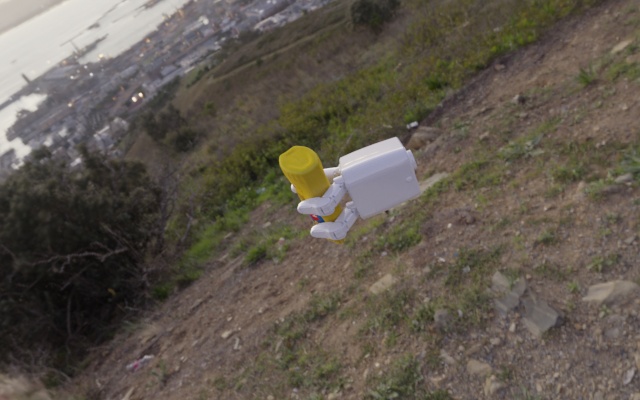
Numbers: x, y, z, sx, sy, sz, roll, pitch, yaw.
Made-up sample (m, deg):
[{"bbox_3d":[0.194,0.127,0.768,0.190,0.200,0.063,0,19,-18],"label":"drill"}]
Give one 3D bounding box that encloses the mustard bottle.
[{"bbox_3d":[0.000,0.003,0.805,0.058,0.192,0.096,-36,36,-12],"label":"mustard bottle"}]
